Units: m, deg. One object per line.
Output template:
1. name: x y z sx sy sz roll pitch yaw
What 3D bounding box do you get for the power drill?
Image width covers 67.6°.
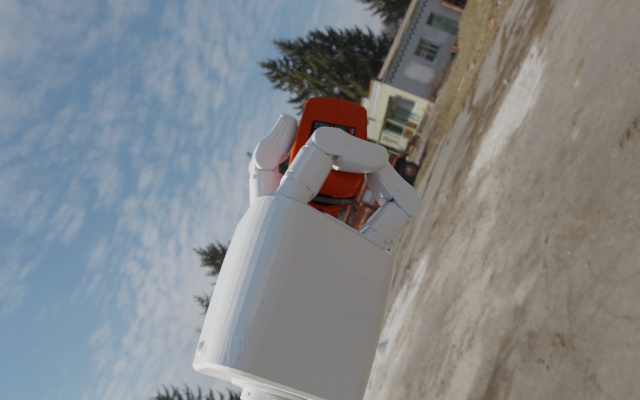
1. power drill: 0.000 0.001 0.444 0.057 0.184 0.188 8 -42 -1
